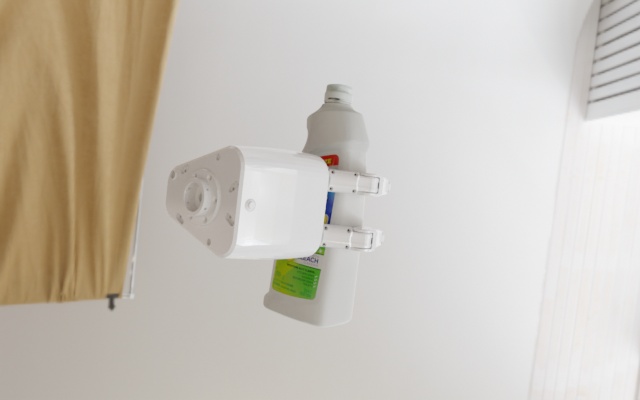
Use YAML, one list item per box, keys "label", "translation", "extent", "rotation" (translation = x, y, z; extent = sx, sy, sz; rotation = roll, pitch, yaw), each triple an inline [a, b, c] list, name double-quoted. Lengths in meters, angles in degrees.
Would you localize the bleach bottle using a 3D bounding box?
- label: "bleach bottle"
  translation: [0.000, 0.002, 0.522]
  extent: [0.102, 0.251, 0.068]
  rotation: [8, 3, 40]
